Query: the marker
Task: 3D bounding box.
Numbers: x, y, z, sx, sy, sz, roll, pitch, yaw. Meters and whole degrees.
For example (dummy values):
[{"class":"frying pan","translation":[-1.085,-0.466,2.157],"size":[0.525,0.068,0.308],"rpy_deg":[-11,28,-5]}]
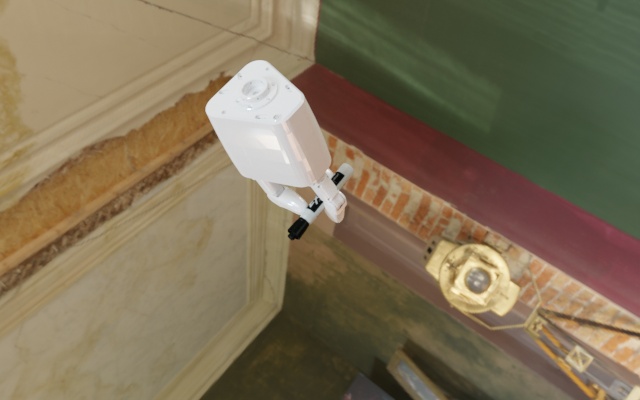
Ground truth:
[{"class":"marker","translation":[0.000,0.002,0.598],"size":[0.020,0.121,0.020],"rpy_deg":[35,-19,14]}]
